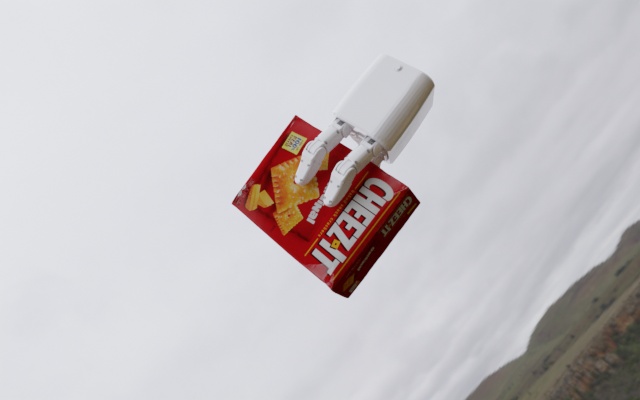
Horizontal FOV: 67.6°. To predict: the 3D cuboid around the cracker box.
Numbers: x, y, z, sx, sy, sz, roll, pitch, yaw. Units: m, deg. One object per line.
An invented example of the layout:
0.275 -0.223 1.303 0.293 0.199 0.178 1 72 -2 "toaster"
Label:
0.000 0.002 0.662 0.213 0.164 0.072 37 0 31 "cracker box"
